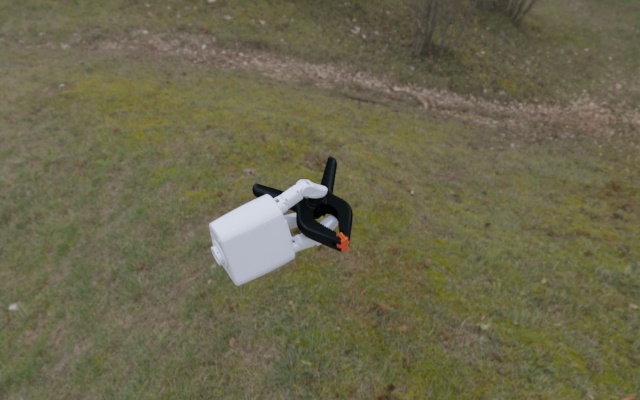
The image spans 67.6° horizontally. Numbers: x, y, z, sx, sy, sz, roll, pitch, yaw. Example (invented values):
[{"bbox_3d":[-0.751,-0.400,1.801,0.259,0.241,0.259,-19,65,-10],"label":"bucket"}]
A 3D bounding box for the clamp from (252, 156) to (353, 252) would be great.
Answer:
[{"bbox_3d":[0.000,0.002,0.812,0.164,0.036,0.210,-28,48,-20],"label":"clamp"}]
